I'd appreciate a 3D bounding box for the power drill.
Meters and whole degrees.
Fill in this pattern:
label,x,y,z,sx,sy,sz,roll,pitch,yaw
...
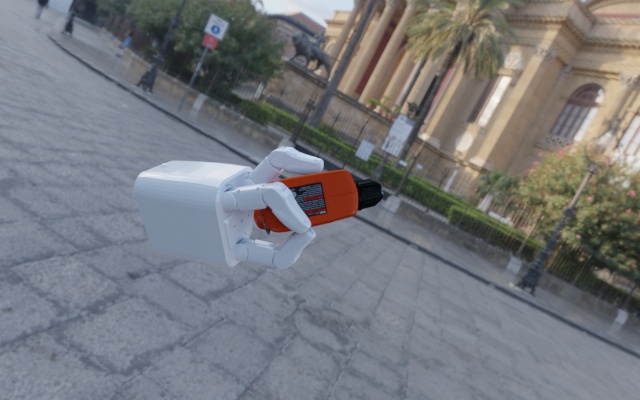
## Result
label,x,y,z,sx,sy,sz,roll,pitch,yaw
power drill,0.000,0.002,0.599,0.184,0.057,0.187,-13,-3,-2
